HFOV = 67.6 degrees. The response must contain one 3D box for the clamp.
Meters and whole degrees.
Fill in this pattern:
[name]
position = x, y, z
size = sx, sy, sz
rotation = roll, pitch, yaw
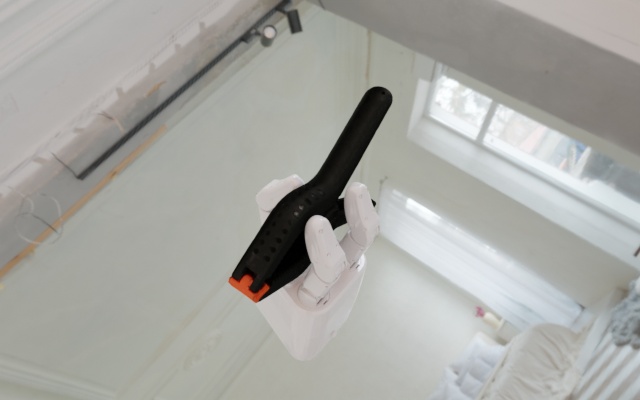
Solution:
[clamp]
position = -0.001, 0.001, 0.427
size = 0.036, 0.165, 0.210
rotation = 29, 49, 23
